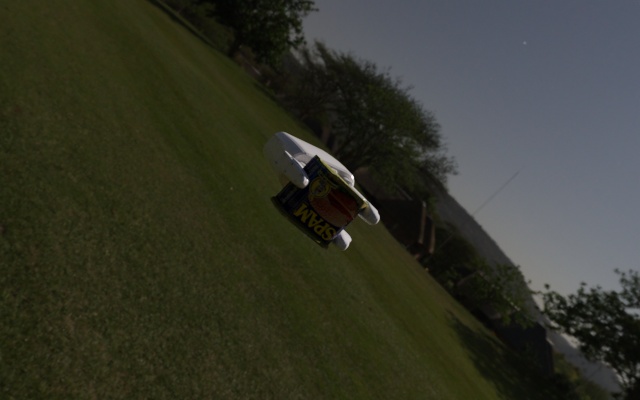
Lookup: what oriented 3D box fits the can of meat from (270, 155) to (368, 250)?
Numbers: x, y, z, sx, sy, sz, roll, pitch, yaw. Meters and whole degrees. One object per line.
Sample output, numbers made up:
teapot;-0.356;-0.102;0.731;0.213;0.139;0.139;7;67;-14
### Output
can of meat;0.000;0.002;0.630;0.102;0.084;0.057;41;5;-32
